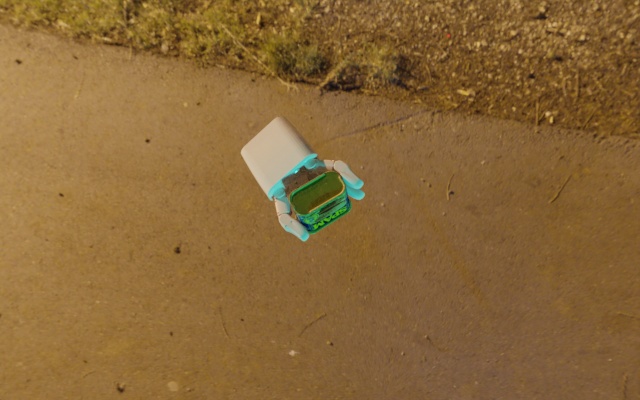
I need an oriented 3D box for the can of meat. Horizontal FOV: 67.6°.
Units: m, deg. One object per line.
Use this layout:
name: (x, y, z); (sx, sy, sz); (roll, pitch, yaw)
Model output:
can of meat: (0.000, 0.003, 0.819); (0.102, 0.057, 0.084); (-31, -23, -5)
